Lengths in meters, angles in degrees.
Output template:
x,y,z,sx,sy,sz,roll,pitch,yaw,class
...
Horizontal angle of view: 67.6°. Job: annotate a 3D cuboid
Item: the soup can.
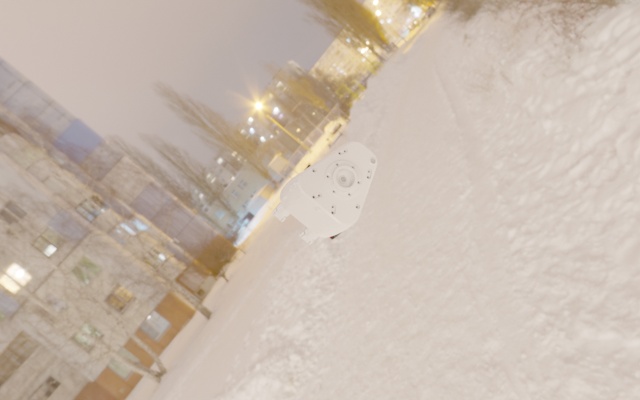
x,y,z,sx,sy,sz,roll,pitch,yaw,class
0.000,0.002,0.736,0.102,0.068,0.068,40,-5,-5,soup can
